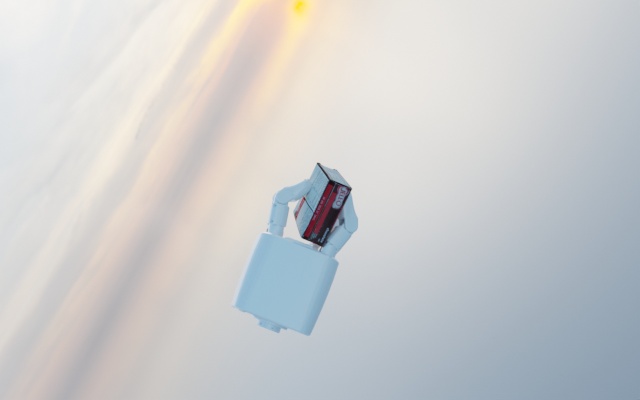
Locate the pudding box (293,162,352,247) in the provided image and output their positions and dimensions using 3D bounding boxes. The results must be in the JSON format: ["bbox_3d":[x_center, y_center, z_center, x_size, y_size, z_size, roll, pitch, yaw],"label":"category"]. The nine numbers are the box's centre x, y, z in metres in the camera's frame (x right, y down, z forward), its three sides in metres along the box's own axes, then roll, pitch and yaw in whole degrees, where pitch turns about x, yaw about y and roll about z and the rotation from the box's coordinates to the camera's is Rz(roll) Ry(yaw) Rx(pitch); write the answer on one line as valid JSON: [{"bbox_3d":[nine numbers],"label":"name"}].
[{"bbox_3d":[0.000,0.002,0.669,0.039,0.090,0.113,23,12,-17],"label":"pudding box"}]
